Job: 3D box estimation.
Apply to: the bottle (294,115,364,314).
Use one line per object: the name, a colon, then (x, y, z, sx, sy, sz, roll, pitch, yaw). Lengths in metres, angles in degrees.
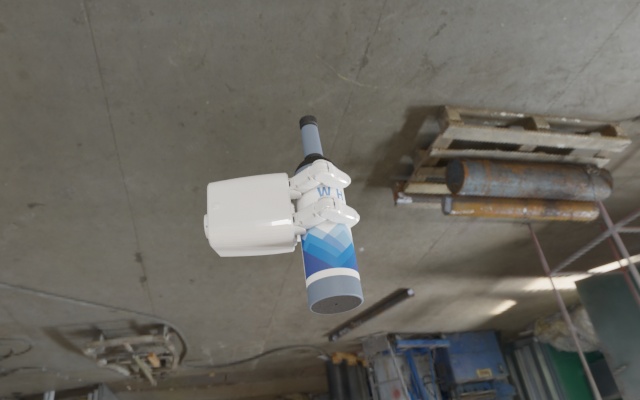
bottle: (0.000, 0.002, 0.651, 0.069, 0.295, 0.069, -6, -32, -4)
